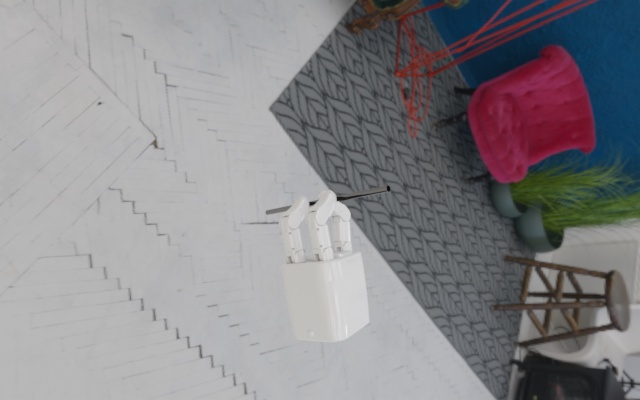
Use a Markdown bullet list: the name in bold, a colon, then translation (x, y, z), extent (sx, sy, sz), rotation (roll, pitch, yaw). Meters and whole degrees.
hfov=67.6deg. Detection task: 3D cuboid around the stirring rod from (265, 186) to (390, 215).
- **stirring rod**: translation (0.000, 0.002, 0.680), extent (0.239, 0.011, 0.011), rotation (-11, -8, 44)
